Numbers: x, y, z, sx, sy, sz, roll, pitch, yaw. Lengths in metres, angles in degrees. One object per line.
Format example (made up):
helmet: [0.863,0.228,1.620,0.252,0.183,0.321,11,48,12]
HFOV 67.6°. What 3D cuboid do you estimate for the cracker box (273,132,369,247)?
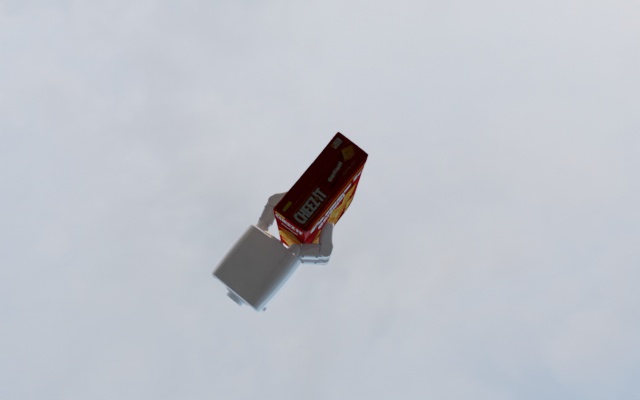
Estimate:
cracker box: [0.000,0.003,0.820,0.072,0.164,0.214,36,-15,8]
